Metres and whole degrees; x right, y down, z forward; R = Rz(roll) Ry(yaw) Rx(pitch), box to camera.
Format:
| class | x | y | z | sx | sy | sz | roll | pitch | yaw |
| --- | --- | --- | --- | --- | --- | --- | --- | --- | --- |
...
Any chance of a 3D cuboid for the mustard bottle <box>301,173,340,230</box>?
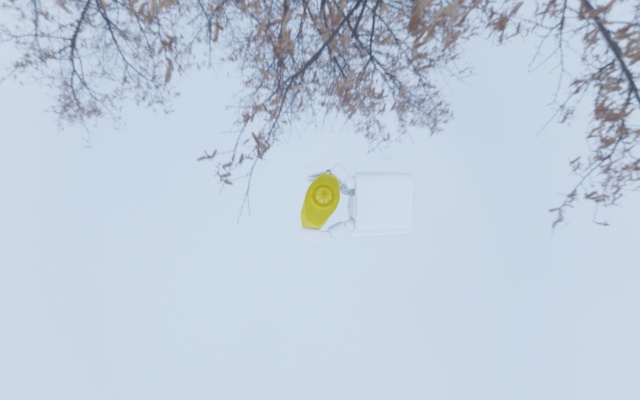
| class | x | y | z | sx | sy | sz | roll | pitch | yaw |
| --- | --- | --- | --- | --- | --- | --- | --- | --- | --- |
| mustard bottle | 0.000 | 0.003 | 0.850 | 0.058 | 0.096 | 0.191 | 23 | -9 | -1 |
